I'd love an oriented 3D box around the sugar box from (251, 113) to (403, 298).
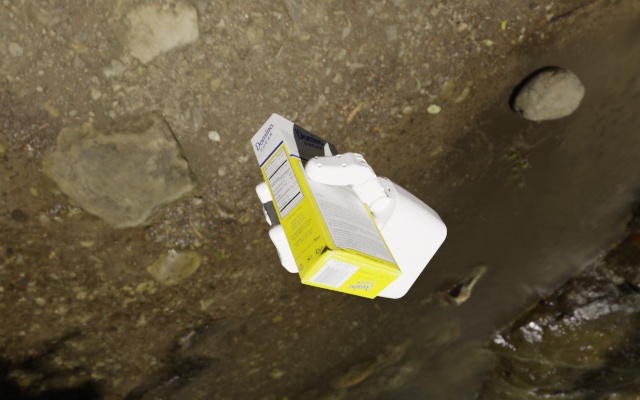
[{"bbox_3d":[0.000,0.002,0.445,0.093,0.176,0.048,22,-60,-41],"label":"sugar box"}]
